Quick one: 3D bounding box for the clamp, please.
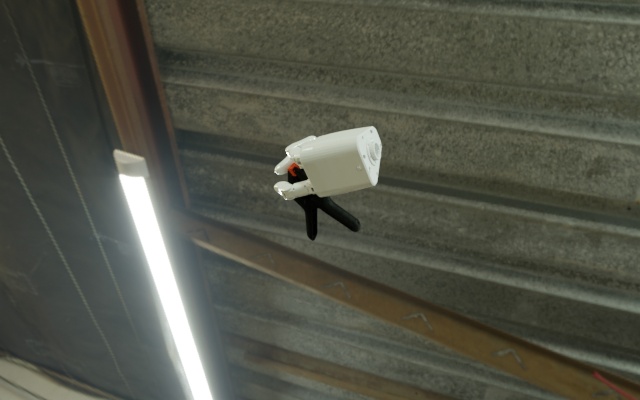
[{"bbox_3d":[0.000,0.002,0.884,0.120,0.171,0.039,-9,33,27],"label":"clamp"}]
